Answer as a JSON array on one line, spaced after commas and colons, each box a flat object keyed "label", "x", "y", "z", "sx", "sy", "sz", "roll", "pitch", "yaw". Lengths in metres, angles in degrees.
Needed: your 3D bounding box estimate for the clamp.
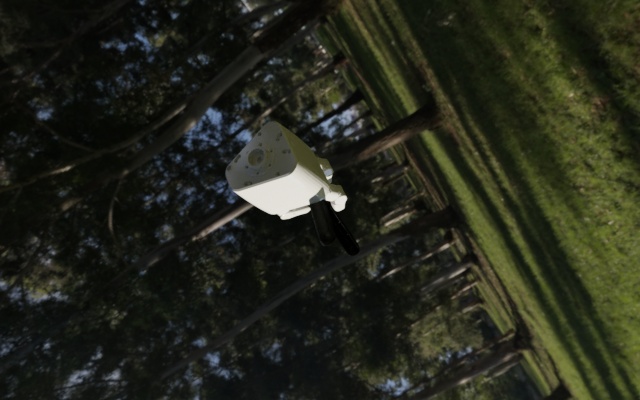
[{"label": "clamp", "x": -0.001, "y": 0.003, "z": 0.810, "sx": 0.036, "sy": 0.210, "sz": 0.165, "roll": -31, "pitch": -27, "yaw": 9}]
